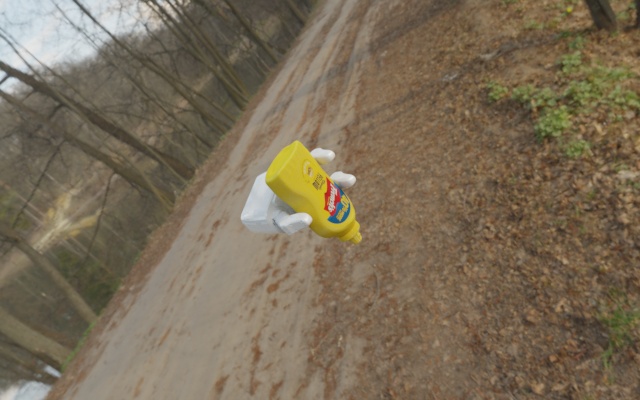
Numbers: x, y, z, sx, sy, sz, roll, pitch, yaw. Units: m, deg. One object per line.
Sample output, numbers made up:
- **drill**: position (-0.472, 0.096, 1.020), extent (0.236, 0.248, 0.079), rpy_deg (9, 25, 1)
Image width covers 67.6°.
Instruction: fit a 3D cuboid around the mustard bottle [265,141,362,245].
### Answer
- **mustard bottle**: position (0.000, 0.002, 0.757), extent (0.058, 0.192, 0.096), rpy_deg (-27, 26, 35)
